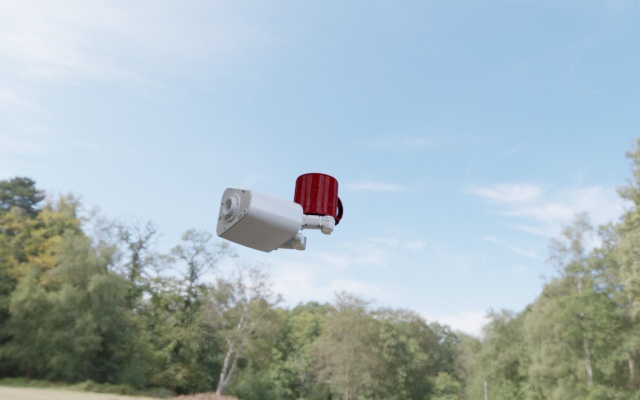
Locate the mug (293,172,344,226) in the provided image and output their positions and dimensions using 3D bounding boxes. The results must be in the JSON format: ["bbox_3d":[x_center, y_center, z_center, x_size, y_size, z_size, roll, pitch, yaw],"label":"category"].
[{"bbox_3d":[0.001,0.003,0.891,0.117,0.081,0.093,20,-26,-37],"label":"mug"}]
